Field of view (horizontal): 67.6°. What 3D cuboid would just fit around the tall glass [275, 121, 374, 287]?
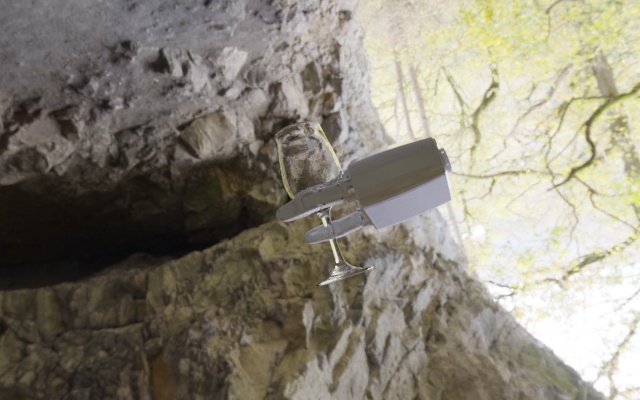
[{"bbox_3d":[0.000,0.003,0.608,0.079,0.201,0.079,-18,-11,-4],"label":"tall glass"}]
